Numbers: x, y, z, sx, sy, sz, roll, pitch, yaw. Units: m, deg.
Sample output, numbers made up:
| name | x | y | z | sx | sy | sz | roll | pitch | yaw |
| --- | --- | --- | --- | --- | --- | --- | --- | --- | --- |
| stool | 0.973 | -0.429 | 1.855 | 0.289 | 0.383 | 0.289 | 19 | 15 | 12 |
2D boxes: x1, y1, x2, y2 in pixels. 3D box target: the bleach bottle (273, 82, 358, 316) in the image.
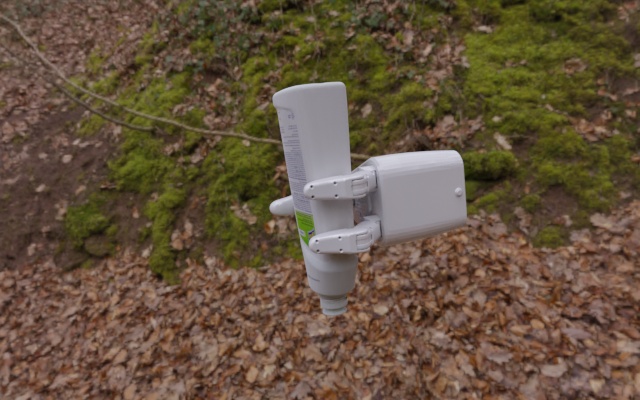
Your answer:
| name | x | y | z | sx | sy | sz | roll | pitch | yaw |
| --- | --- | --- | --- | --- | --- | --- | --- | --- | --- |
| bleach bottle | 0.000 | 0.002 | 0.533 | 0.068 | 0.251 | 0.102 | -9 | 9 | -17 |
